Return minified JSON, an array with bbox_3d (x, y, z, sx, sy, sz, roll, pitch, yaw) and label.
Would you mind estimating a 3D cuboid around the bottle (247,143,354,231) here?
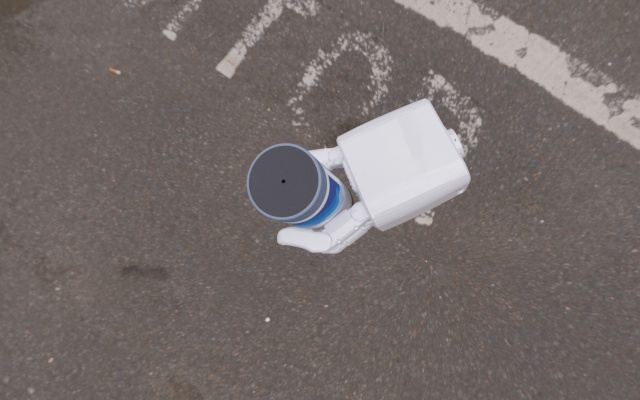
[{"bbox_3d":[0.000,0.002,0.546,0.069,0.069,0.296,0,-7,13],"label":"bottle"}]
